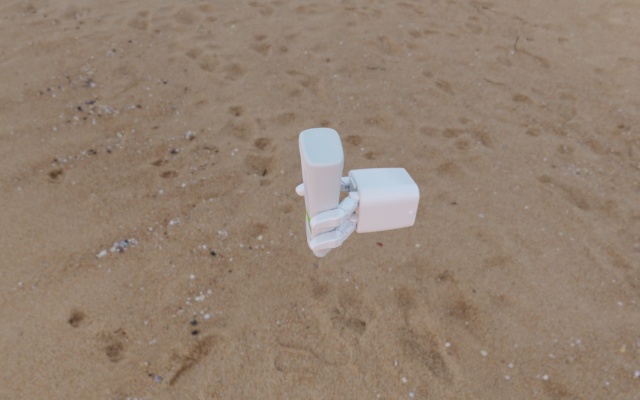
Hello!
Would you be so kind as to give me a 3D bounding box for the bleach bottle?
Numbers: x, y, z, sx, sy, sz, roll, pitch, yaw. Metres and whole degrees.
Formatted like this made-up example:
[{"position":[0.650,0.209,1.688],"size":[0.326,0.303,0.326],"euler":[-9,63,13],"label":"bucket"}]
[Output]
[{"position":[0.000,0.003,0.844],"size":[0.068,0.251,0.102],"euler":[-5,45,-6],"label":"bleach bottle"}]
